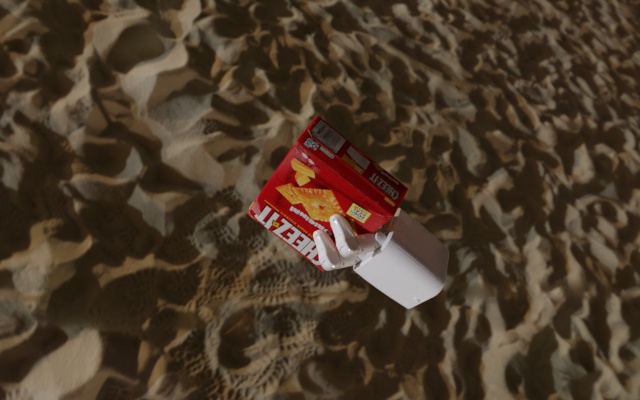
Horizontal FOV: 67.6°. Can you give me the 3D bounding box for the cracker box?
[{"bbox_3d":[0.000,0.002,0.713,0.164,0.072,0.214,38,-39,-4],"label":"cracker box"}]
